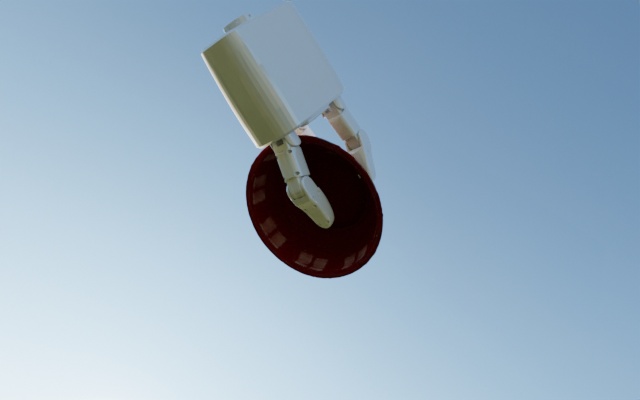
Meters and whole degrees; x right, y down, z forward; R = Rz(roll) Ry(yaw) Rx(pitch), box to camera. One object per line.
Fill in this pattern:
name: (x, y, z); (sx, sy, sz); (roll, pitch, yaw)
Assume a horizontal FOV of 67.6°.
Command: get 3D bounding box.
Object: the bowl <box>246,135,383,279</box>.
bowl: (0.001, 0.003, 0.521); (0.162, 0.162, 0.055); (0, 21, 28)
